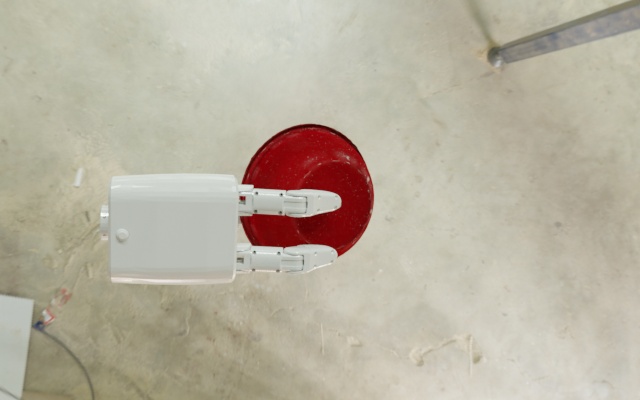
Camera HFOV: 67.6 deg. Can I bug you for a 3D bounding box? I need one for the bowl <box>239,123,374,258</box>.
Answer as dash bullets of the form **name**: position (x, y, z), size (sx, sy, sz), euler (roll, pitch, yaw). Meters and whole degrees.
- **bowl**: position (0.001, 0.001, 0.499), size (0.162, 0.162, 0.055), euler (0, 9, -29)
